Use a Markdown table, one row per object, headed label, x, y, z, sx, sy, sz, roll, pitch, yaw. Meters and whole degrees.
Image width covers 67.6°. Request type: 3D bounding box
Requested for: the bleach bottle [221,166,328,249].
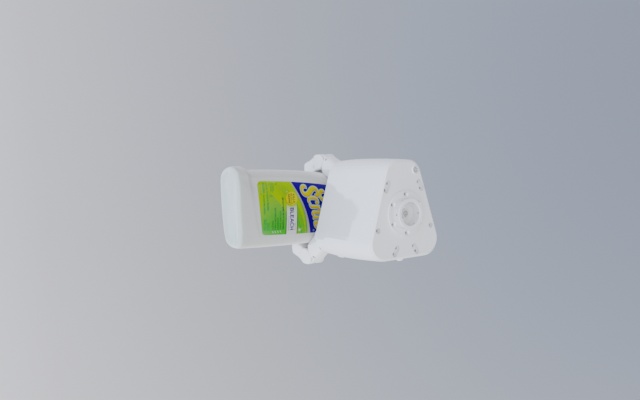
| label | x | y | z | sx | sy | sz | roll | pitch | yaw |
| --- | --- | --- | --- | --- | --- | --- | --- | --- | --- |
| bleach bottle | 0.000 | 0.002 | 0.631 | 0.251 | 0.102 | 0.068 | -5 | 3 | -30 |
